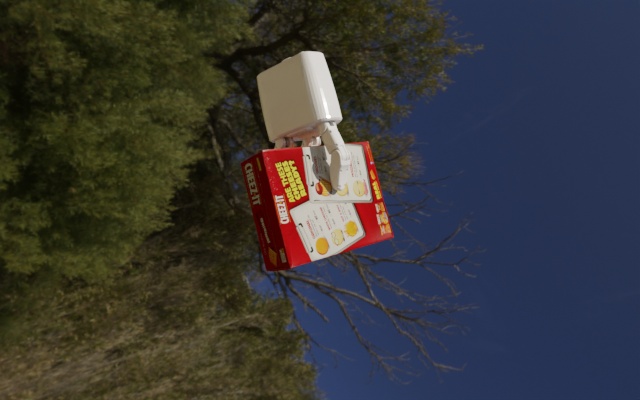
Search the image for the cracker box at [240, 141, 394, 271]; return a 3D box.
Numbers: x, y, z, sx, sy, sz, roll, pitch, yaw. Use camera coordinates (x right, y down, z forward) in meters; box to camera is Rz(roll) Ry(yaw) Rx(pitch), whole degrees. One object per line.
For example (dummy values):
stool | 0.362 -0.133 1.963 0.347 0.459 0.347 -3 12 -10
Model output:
cracker box | 0.000 0.002 0.722 0.213 0.164 0.072 -11 -5 -41
